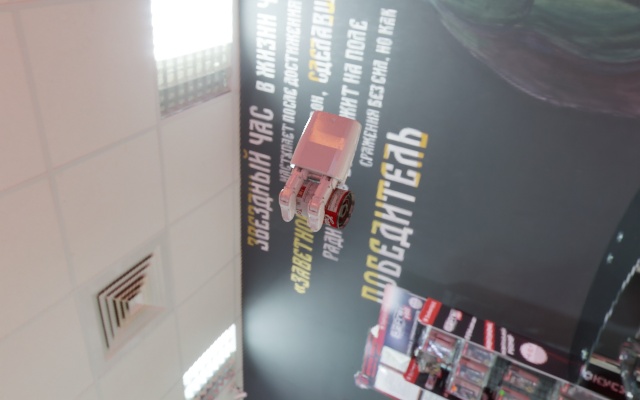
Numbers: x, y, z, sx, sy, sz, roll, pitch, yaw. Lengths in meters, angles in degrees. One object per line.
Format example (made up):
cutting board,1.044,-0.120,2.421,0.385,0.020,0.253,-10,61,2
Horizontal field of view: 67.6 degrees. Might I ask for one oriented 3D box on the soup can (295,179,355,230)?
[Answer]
soup can,0.000,0.003,0.831,0.102,0.068,0.068,18,7,21
